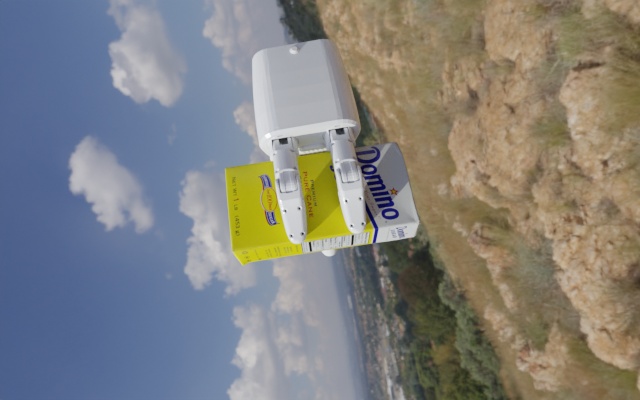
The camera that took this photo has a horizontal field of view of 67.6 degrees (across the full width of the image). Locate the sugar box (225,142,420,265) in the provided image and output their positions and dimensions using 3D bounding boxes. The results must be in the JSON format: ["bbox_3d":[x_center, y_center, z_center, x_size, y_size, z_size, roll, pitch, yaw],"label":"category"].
[{"bbox_3d":[0.000,0.001,0.469,0.176,0.093,0.048,-11,-25,0],"label":"sugar box"}]
